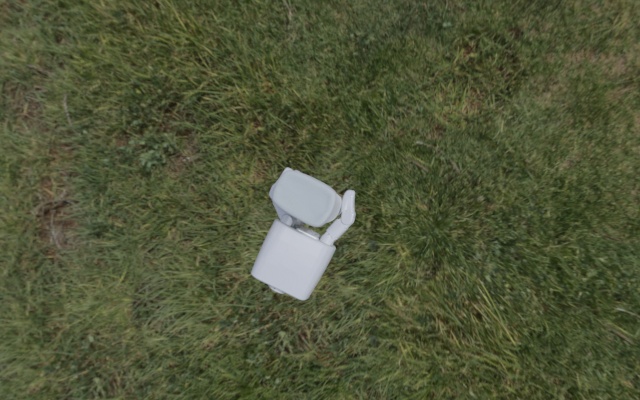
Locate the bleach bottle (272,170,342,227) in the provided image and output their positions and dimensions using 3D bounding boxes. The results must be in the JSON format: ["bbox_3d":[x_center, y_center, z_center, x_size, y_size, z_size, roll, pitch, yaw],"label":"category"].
[{"bbox_3d":[0.000,0.003,0.843,0.102,0.068,0.251,28,3,13],"label":"bleach bottle"}]
